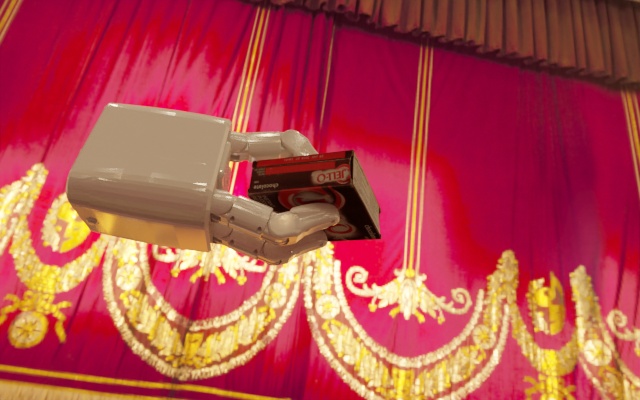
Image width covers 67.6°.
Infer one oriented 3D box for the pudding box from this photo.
[{"bbox_3d":[0.000,0.001,0.425,0.090,0.039,0.113,-4,-25,19],"label":"pudding box"}]
